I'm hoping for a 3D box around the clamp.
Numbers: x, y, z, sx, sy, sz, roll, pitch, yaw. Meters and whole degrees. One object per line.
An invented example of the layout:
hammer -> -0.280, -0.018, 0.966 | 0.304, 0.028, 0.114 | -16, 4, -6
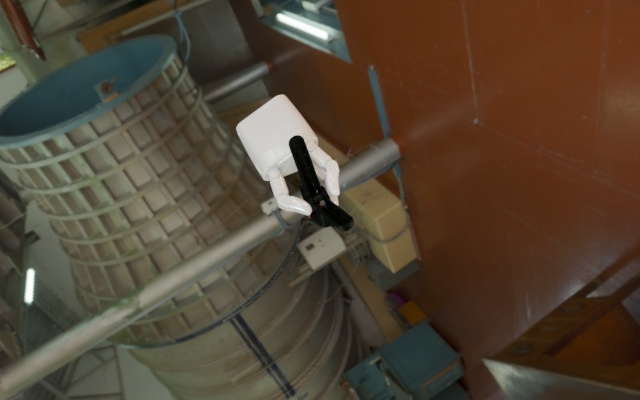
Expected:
clamp -> -0.001, 0.003, 0.789 | 0.036, 0.164, 0.210 | -28, -18, -10
